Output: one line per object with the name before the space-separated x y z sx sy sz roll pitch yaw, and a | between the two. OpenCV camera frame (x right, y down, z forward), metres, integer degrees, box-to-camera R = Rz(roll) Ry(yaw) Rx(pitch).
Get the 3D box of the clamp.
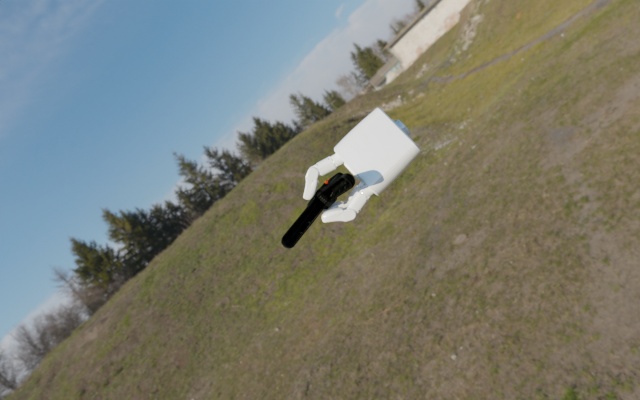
clamp | 0.000 0.002 0.851 0.036 0.164 0.210 44 10 -5
